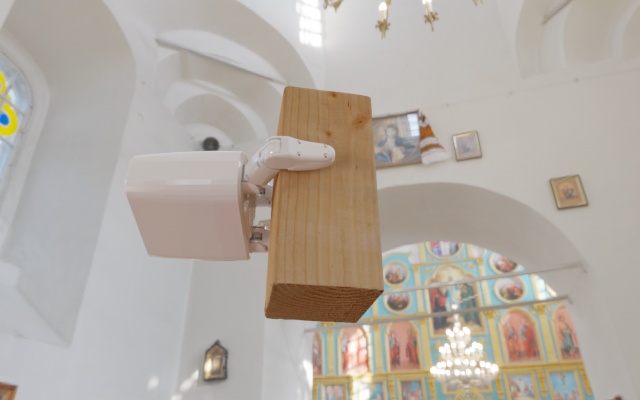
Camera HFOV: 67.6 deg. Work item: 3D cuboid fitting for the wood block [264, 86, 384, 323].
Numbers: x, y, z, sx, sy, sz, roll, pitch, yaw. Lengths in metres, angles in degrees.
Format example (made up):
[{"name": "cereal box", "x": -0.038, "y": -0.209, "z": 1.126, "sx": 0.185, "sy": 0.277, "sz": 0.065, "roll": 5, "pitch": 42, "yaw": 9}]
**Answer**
[{"name": "wood block", "x": 0.000, "y": 0.001, "z": 0.457, "sx": 0.090, "sy": 0.206, "sz": 0.091, "roll": 5, "pitch": -31, "yaw": -9}]
